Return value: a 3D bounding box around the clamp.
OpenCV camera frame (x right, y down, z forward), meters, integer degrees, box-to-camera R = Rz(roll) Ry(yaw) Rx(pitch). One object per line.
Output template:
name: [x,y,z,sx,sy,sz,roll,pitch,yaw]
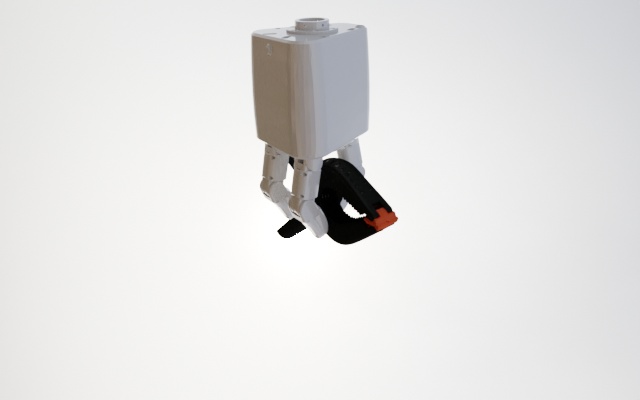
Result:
clamp: [0.001,0.001,0.528,0.036,0.165,0.210,-22,34,-31]
